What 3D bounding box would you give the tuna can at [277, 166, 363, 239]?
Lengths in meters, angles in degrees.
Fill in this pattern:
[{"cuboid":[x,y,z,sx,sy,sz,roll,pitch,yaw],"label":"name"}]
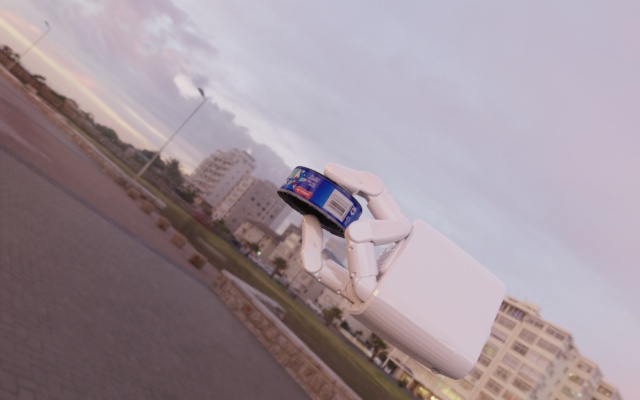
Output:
[{"cuboid":[0.000,0.001,0.490,0.086,0.033,0.086,32,-11,7],"label":"tuna can"}]
